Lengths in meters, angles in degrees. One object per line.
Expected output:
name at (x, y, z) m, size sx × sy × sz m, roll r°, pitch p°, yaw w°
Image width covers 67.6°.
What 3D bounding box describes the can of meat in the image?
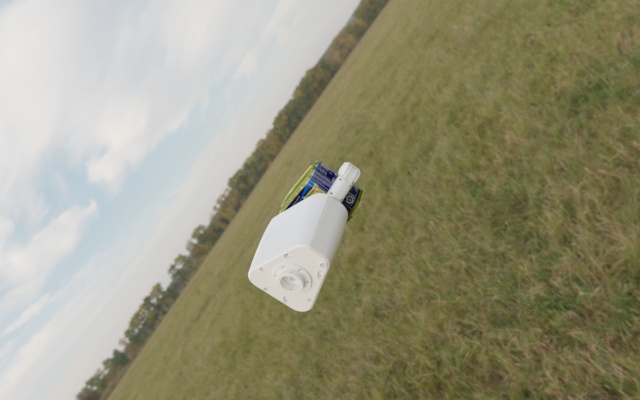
can of meat at (0.000, 0.002, 0.688) m, size 0.084 × 0.057 × 0.102 m, roll 34°, pitch -51°, yaw -10°
